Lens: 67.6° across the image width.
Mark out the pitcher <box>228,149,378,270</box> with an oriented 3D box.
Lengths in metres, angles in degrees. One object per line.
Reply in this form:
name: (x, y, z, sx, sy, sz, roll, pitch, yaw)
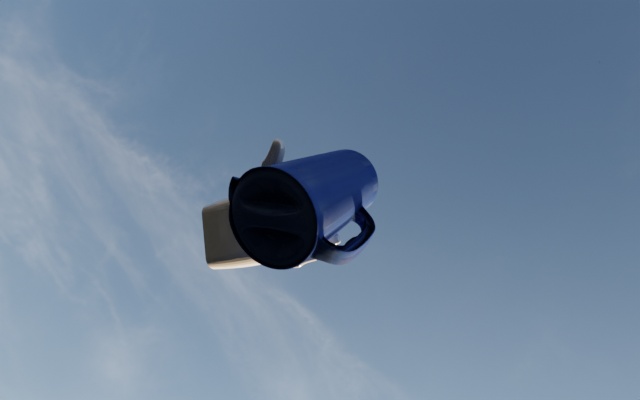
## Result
pitcher: (0.000, 0.002, 0.683, 0.145, 0.149, 0.242, -15, 6, 32)
